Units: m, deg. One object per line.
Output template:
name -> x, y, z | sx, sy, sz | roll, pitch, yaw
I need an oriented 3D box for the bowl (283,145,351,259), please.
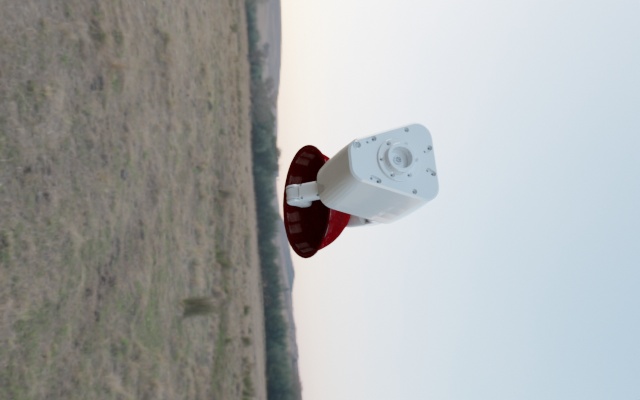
bowl -> 0.000, 0.002, 0.690 | 0.055, 0.162, 0.162 | 2, -1, -27
